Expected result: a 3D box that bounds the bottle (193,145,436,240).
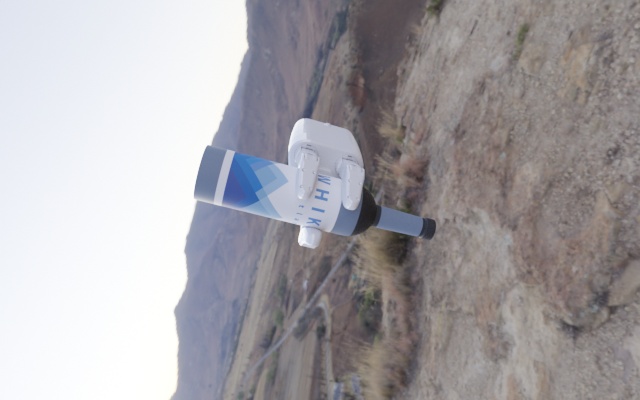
[{"bbox_3d":[0.000,0.002,0.583,0.296,0.069,0.069,14,-2,-9],"label":"bottle"}]
